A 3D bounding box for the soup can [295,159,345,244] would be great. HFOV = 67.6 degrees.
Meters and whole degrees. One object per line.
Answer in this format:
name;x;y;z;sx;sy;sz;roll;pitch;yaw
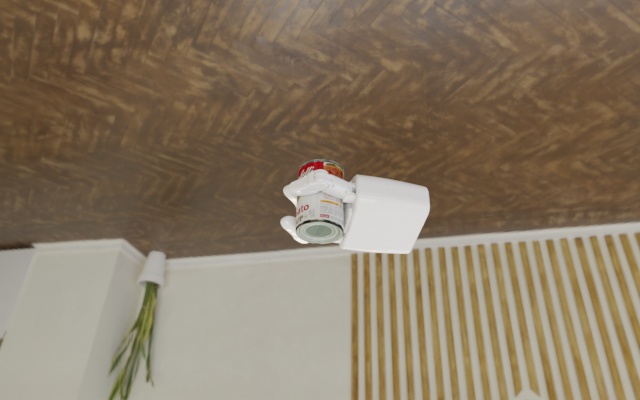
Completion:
soup can;0.000;0.002;0.677;0.068;0.102;0.068;1;-32;1
